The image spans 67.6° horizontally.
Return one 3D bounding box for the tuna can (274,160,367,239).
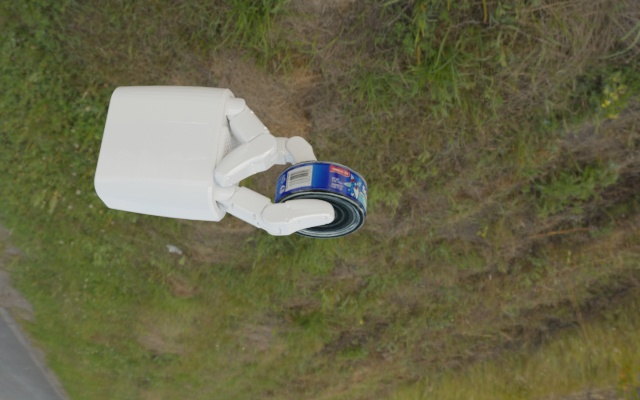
[{"bbox_3d":[0.000,0.002,0.441,0.086,0.033,0.086,3,-32,2],"label":"tuna can"}]
